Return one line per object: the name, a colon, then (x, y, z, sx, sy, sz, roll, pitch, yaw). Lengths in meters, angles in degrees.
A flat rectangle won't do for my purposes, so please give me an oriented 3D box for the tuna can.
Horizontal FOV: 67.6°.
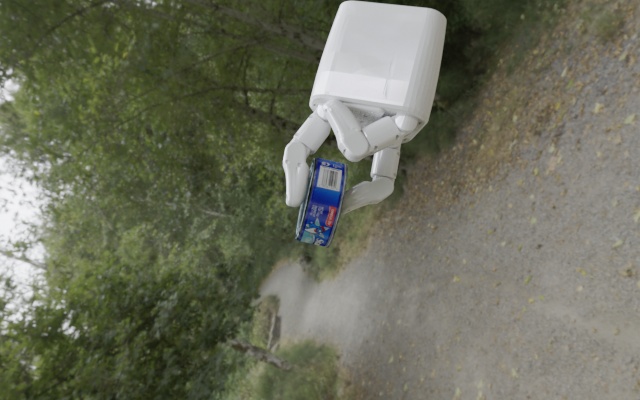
tuna can: (-0.001, 0.001, 0.474, 0.034, 0.086, 0.086, 13, -1, -5)
